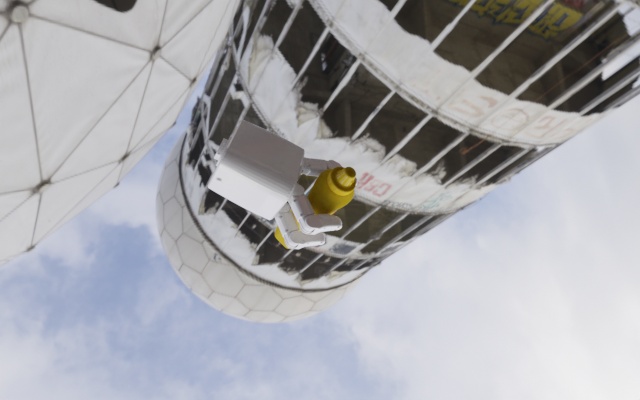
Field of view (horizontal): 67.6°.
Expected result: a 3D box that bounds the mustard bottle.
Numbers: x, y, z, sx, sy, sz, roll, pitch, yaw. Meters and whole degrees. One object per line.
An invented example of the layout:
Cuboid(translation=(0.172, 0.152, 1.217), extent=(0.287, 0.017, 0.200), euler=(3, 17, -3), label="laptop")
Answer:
Cuboid(translation=(0.000, 0.003, 0.722), extent=(0.096, 0.058, 0.192), euler=(-42, -3, -37), label="mustard bottle")
